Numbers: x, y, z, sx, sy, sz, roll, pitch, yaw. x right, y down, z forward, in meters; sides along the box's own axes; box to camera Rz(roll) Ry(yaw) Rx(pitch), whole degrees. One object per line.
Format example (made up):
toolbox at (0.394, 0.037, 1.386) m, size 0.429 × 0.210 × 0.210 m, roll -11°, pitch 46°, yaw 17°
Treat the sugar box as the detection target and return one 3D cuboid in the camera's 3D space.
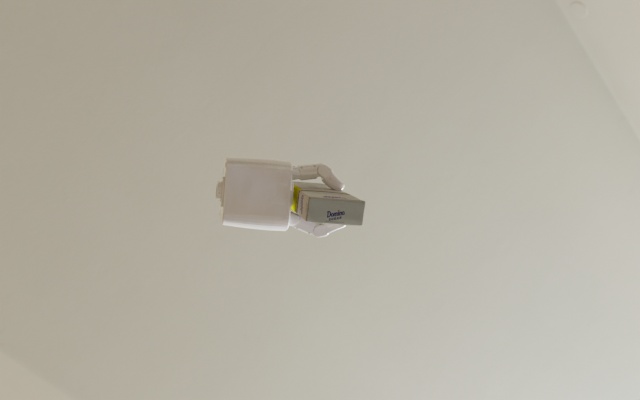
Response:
sugar box at (0.000, 0.003, 0.797) m, size 0.093 × 0.048 × 0.176 m, roll 4°, pitch 11°, yaw -16°
